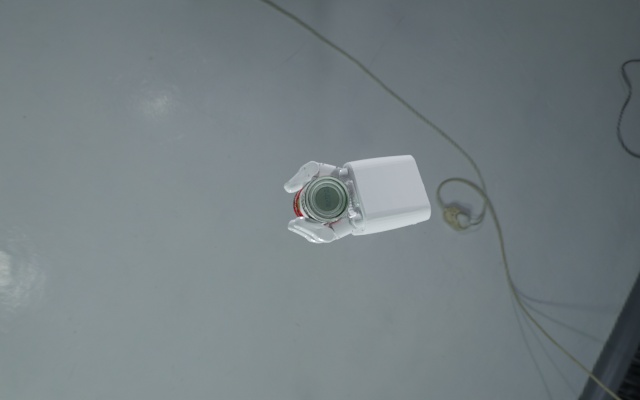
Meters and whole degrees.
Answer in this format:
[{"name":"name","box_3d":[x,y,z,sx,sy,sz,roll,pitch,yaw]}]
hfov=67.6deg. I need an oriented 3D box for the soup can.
[{"name":"soup can","box_3d":[0.000,0.002,0.716,0.068,0.068,0.102,0,-5,-12]}]
